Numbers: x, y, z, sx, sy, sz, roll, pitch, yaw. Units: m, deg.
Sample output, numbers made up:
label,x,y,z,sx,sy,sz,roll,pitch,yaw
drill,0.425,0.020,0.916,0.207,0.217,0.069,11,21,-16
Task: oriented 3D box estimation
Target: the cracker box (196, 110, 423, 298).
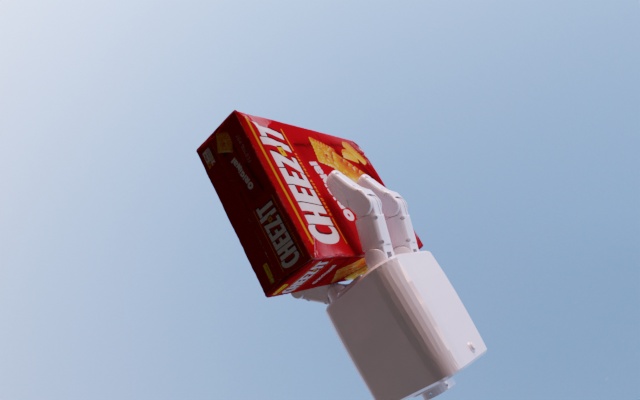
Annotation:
label,x,y,z,sx,sy,sz,roll,pitch,yaw
cracker box,0.000,0.002,0.500,0.072,0.164,0.214,-41,-24,26
